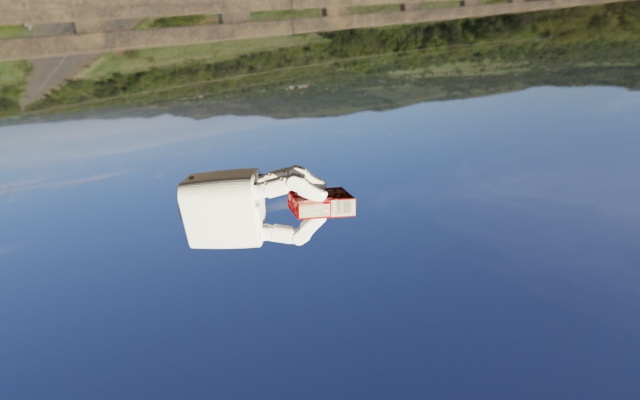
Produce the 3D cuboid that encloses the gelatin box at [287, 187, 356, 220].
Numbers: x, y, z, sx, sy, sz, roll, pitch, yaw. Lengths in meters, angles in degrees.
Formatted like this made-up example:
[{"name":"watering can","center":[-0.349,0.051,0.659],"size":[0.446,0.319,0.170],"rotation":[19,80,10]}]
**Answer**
[{"name":"gelatin box","center":[0.000,0.003,0.706],"size":[0.089,0.030,0.073],"rotation":[-3,15,-13]}]
